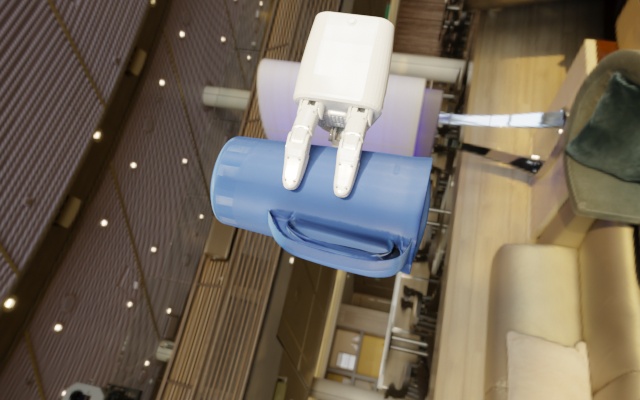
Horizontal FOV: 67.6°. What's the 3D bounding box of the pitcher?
[{"bbox_3d":[0.000,0.002,0.548,0.243,0.145,0.149,11,-9,11],"label":"pitcher"}]
